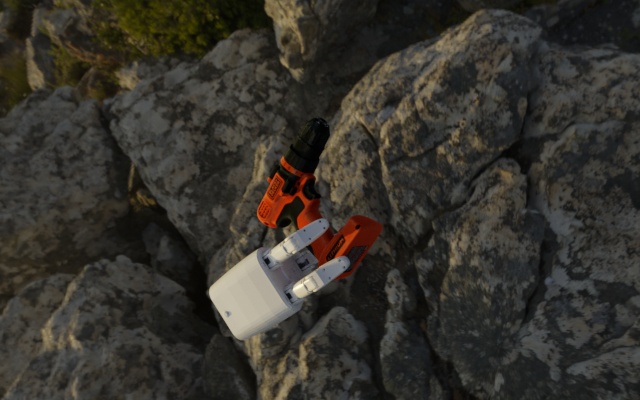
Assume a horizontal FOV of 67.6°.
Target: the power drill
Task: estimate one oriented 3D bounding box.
[{"bbox_3d":[0.000,0.003,0.666,0.057,0.184,0.187,0,38,-45],"label":"power drill"}]
